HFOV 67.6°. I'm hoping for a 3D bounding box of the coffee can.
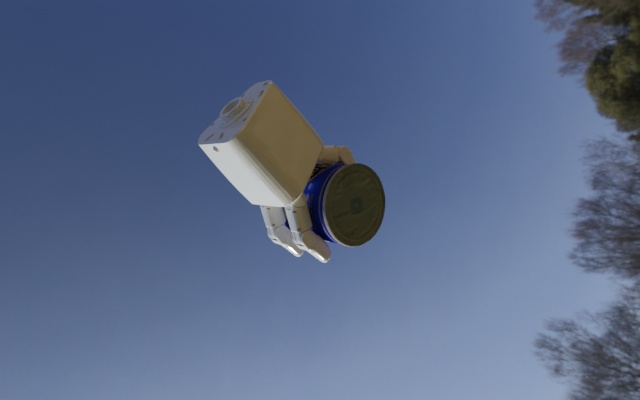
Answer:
[{"bbox_3d":[0.000,0.002,0.634,0.103,0.103,0.140,0,3,-41],"label":"coffee can"}]
